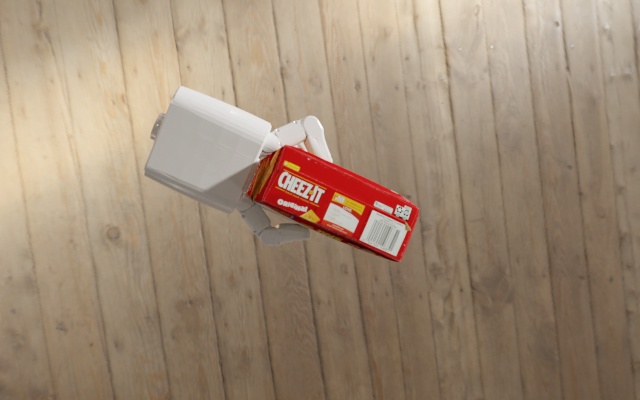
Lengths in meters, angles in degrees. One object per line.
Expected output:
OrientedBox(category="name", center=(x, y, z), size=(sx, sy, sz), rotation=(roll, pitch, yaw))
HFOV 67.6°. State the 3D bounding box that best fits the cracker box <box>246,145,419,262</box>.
OrientedBox(category="cracker box", center=(0.000, 0.002, 0.585), size=(0.164, 0.072, 0.213), rotation=(24, -4, -13))
